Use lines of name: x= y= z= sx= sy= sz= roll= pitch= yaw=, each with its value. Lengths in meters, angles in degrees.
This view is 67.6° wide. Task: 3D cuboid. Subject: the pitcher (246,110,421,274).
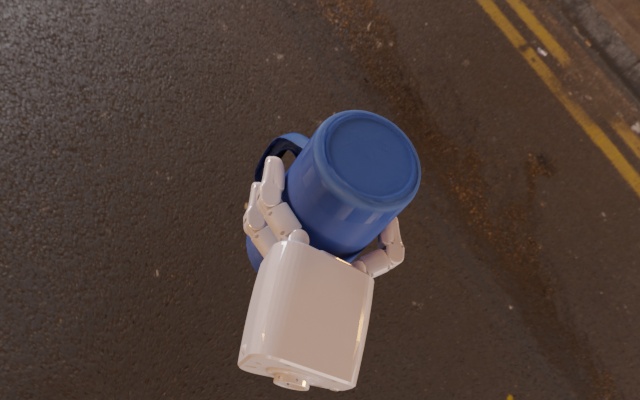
pitcher: x=0.000 y=0.002 z=0.528 sx=0.149 sy=0.145 sz=0.243 roll=19 pitch=-31 yaw=-11
